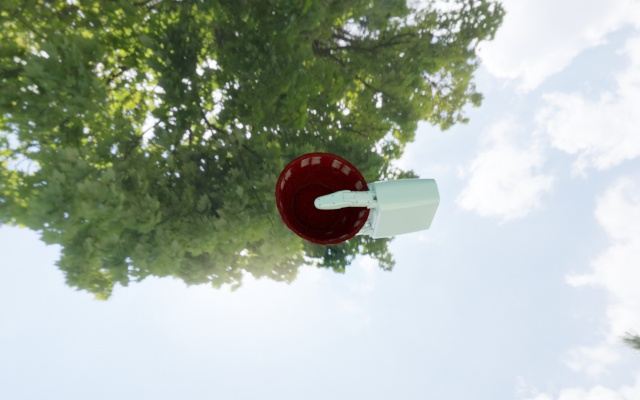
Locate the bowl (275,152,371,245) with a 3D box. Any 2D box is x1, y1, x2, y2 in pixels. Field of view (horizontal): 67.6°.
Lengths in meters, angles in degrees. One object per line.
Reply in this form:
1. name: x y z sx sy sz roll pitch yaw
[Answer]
1. bowl: -0.001 0.003 0.805 0.162 0.162 0.055 0 -19 -14
